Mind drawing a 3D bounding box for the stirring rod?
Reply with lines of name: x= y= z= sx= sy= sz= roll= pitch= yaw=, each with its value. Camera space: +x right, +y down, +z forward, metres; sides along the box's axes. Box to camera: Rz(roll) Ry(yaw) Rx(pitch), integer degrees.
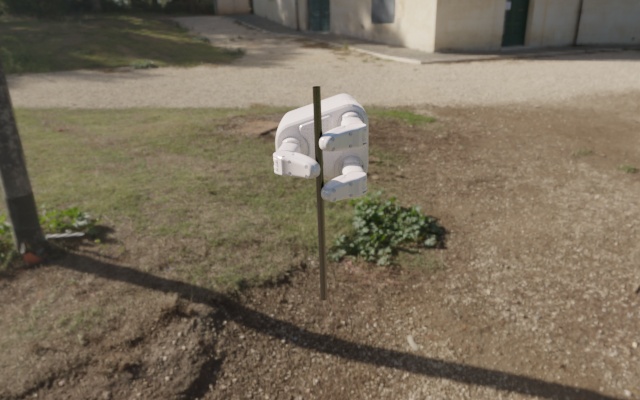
stirring rod: x=0.000 y=0.002 z=0.506 sx=0.011 sy=0.240 sz=0.011 roll=-2 pitch=22 yaw=1
